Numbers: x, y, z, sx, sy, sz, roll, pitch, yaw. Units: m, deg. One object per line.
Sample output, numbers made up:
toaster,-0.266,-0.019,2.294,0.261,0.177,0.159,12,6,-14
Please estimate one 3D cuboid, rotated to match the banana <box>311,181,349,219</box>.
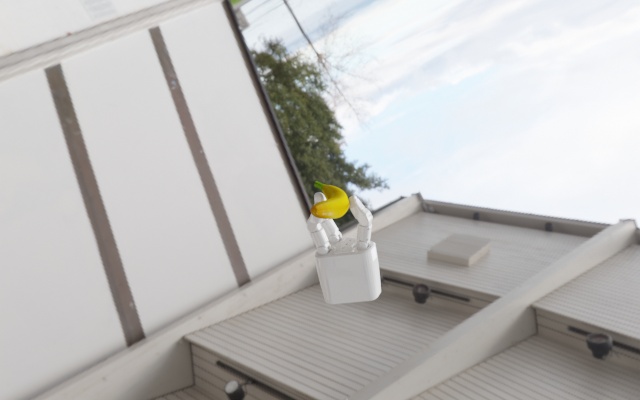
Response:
banana,0.019,0.004,0.860,0.069,0.037,0.197,8,13,-1
